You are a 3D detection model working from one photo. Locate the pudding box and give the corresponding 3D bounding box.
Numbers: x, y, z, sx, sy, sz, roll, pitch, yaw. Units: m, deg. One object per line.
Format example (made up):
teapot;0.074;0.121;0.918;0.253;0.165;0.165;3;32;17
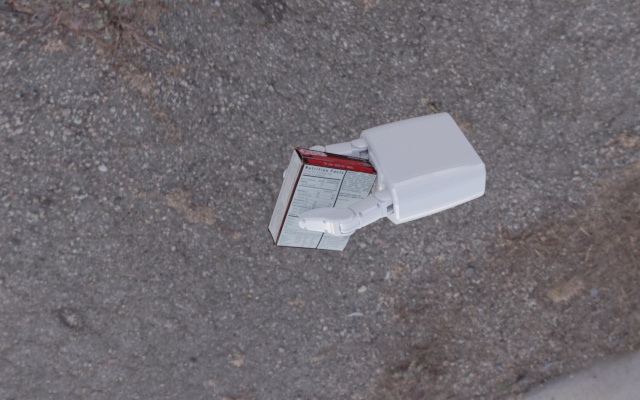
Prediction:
pudding box;0.000;0.002;0.529;0.090;0.113;0.039;8;30;-24
